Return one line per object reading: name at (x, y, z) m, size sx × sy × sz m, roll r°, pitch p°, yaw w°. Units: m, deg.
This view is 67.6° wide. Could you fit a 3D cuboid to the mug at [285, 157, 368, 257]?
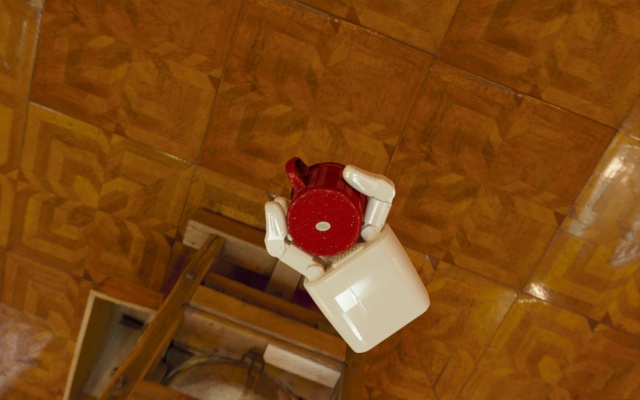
mug at (-0.001, 0.001, 0.535) m, size 0.093 × 0.117 × 0.081 m, roll -31°, pitch 14°, yaw 15°
